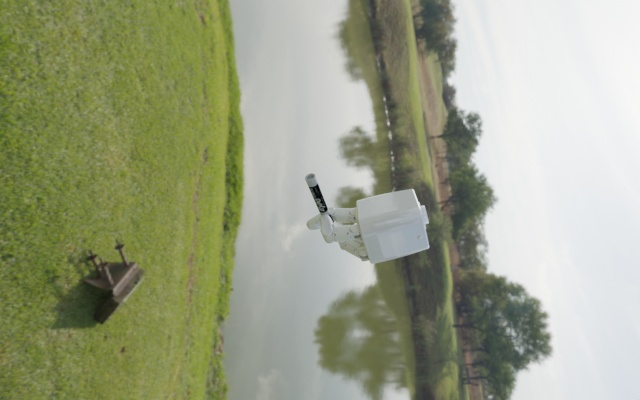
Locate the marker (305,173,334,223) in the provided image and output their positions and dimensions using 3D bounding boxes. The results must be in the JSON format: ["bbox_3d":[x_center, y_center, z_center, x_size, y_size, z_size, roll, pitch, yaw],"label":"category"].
[{"bbox_3d":[0.000,0.003,0.838,0.020,0.121,0.020,-13,41,11],"label":"marker"}]
